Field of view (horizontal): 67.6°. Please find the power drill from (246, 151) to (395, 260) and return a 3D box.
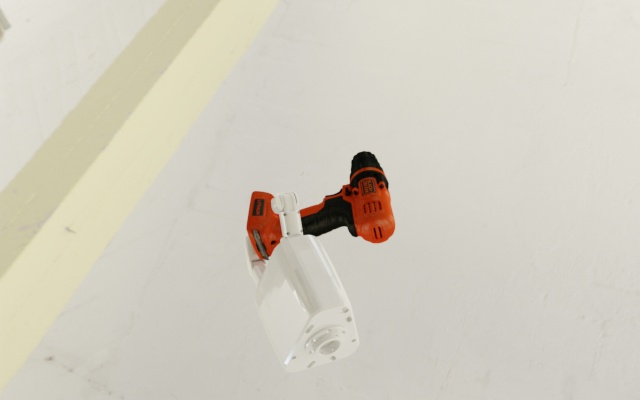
[{"bbox_3d":[0.000,0.002,0.639,0.187,0.057,0.184,-15,31,8],"label":"power drill"}]
